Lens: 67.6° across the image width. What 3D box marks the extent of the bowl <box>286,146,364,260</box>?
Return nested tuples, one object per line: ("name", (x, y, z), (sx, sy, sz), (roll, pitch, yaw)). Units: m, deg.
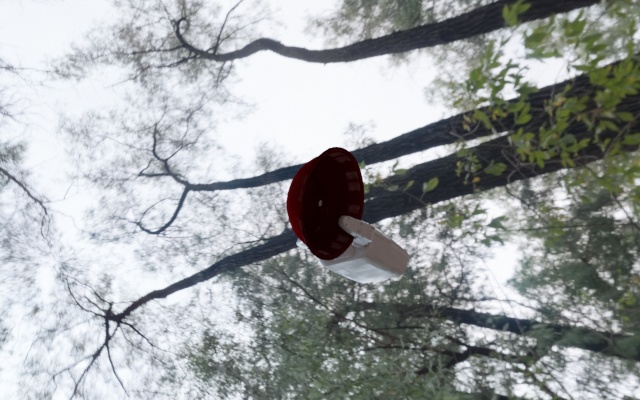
("bowl", (-0.001, 0.001, 0.689), (0.055, 0.162, 0.162), (7, 4, 35))
